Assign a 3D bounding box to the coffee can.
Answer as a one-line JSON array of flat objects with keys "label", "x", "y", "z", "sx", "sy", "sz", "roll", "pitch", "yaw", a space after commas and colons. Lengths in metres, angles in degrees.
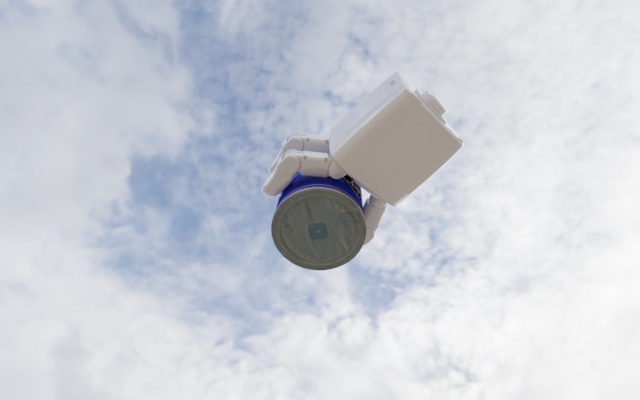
[{"label": "coffee can", "x": 0.000, "y": 0.002, "z": 0.573, "sx": 0.103, "sy": 0.103, "sz": 0.140, "roll": 0, "pitch": 27, "yaw": 2}]
